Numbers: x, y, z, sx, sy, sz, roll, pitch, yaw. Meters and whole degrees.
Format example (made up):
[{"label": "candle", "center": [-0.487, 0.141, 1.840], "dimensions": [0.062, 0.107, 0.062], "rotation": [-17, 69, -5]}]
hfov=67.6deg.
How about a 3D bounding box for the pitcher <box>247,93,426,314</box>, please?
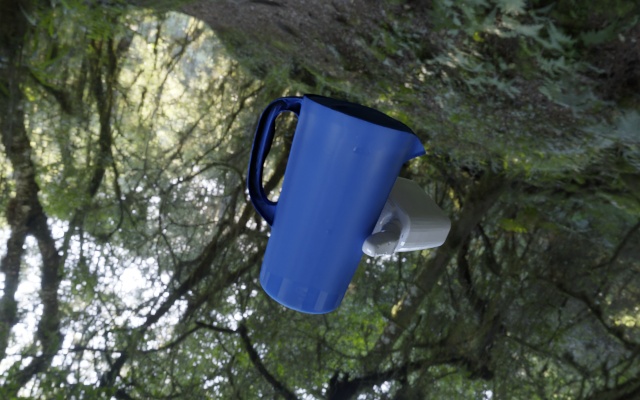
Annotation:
[{"label": "pitcher", "center": [0.000, 0.002, 0.563], "dimensions": [0.145, 0.243, 0.149], "rotation": [2, 24, -45]}]
